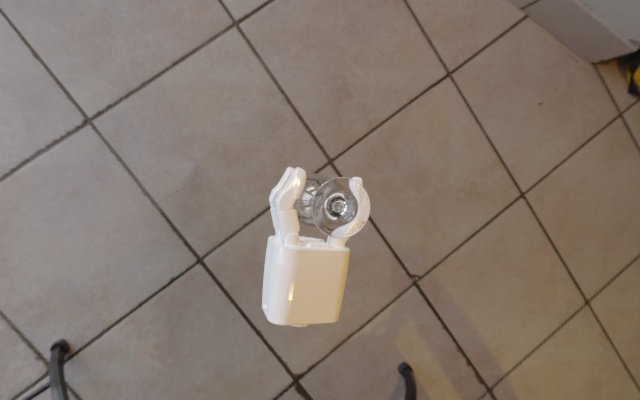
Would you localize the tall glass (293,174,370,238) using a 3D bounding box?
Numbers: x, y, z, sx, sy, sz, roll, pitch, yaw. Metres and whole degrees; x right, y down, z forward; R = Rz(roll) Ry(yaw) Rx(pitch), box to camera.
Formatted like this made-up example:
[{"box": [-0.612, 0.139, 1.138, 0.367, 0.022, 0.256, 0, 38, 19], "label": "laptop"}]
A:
[{"box": [0.000, 0.002, 0.666, 0.079, 0.079, 0.201, 0, 4, -14], "label": "tall glass"}]
